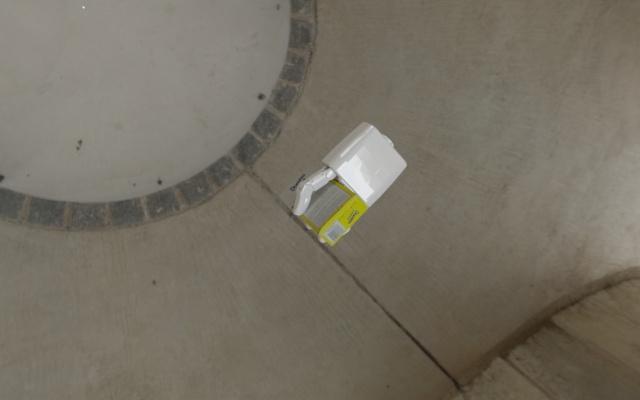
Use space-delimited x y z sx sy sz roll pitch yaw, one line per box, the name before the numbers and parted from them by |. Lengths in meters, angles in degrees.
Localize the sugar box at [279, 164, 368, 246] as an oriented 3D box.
sugar box | 0.001 0.003 0.863 0.048 0.093 0.176 47 -4 -32
